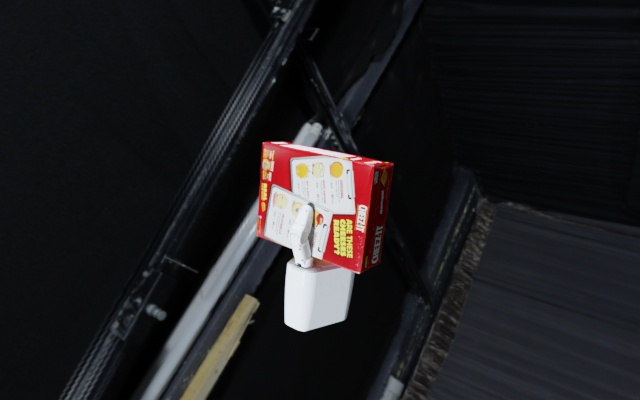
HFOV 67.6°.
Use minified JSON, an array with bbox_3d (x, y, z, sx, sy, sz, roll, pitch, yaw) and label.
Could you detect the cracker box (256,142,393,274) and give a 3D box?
[{"bbox_3d":[0.000,0.002,0.761,0.213,0.164,0.072,15,17,34],"label":"cracker box"}]
